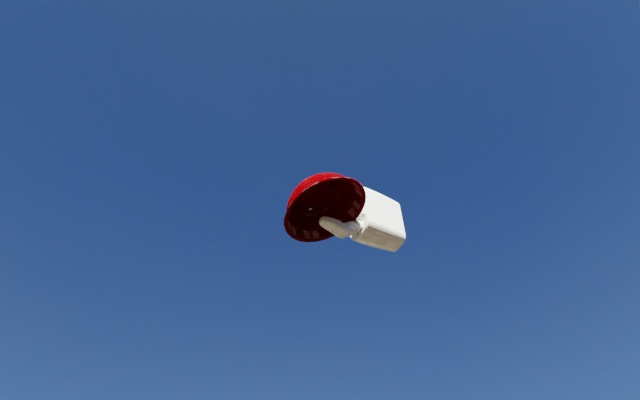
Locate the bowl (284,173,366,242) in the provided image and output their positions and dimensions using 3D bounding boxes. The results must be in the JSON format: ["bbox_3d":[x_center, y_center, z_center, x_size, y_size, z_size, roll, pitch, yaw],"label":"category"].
[{"bbox_3d":[-0.001,0.002,0.878,0.162,0.162,0.055,0,43,-32],"label":"bowl"}]
